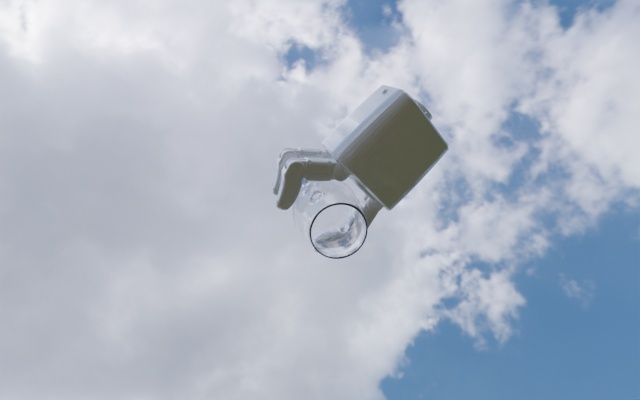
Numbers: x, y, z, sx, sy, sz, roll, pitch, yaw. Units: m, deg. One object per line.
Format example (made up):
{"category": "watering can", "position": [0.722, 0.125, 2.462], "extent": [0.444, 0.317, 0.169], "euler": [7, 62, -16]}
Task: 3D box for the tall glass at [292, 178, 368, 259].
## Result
{"category": "tall glass", "position": [0.000, 0.002, 0.580], "extent": [0.079, 0.079, 0.201], "euler": [0, 18, -11]}
